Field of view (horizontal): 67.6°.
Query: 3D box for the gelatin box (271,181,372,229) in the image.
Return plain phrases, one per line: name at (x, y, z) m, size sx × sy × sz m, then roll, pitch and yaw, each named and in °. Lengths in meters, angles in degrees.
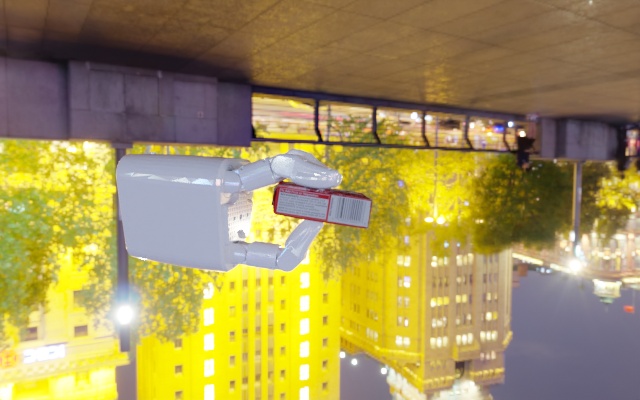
gelatin box at (0.000, 0.002, 0.457) m, size 0.089 × 0.030 × 0.073 m, roll 9°, pitch 5°, yaw -3°
